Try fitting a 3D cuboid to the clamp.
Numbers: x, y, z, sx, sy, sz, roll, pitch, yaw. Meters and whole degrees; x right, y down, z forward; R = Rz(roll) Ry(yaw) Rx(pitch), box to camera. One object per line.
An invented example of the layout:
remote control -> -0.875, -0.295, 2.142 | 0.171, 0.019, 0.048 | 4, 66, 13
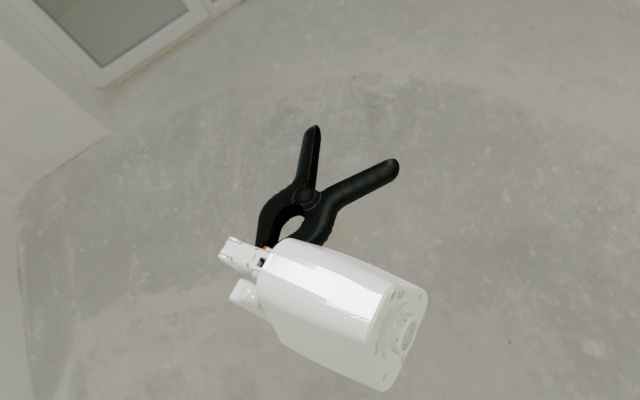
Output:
clamp -> 0.000, 0.001, 0.487 | 0.120, 0.171, 0.039 | 17, -21, 34
